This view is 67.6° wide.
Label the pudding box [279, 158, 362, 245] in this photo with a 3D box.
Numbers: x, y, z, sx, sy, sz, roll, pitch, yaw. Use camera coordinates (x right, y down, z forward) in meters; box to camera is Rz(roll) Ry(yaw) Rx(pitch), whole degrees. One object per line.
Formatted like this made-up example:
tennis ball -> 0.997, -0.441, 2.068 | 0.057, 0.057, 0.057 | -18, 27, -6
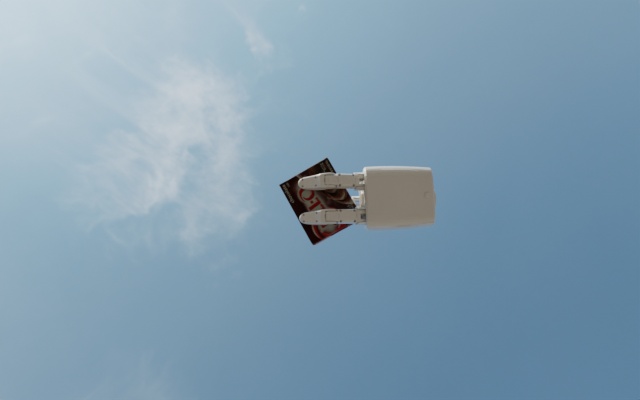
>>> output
pudding box -> 0.000, 0.002, 0.765 | 0.090, 0.113, 0.039 | -30, -8, -2
